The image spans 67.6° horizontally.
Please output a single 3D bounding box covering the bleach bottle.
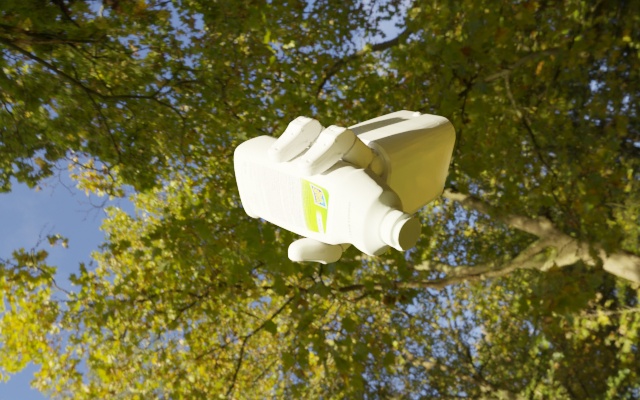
[{"bbox_3d":[0.000,0.002,0.489,0.068,0.103,0.250,-25,30,-29],"label":"bleach bottle"}]
